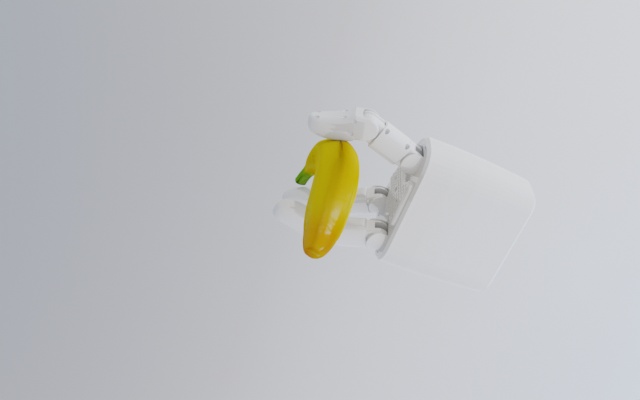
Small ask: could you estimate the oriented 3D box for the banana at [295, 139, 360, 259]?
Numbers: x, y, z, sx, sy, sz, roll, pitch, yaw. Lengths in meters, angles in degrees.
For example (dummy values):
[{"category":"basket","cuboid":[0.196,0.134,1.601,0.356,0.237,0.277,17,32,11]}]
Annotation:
[{"category":"banana","cuboid":[0.007,-0.016,0.399,0.037,0.070,0.197,22,14,-9]}]
